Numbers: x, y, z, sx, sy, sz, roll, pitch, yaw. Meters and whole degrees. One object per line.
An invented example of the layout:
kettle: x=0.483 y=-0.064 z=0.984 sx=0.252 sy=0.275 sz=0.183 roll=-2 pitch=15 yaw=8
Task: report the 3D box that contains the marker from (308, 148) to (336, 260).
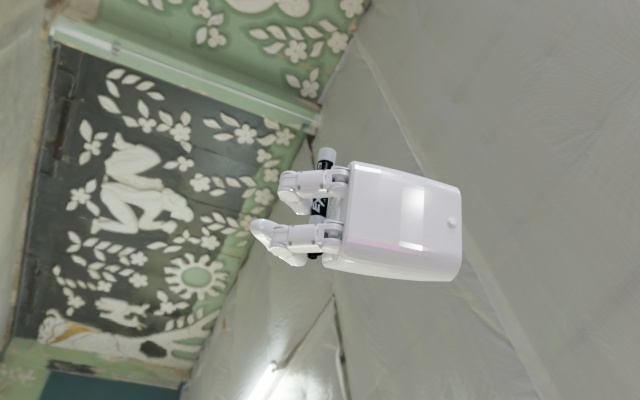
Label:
marker: x=0.000 y=0.002 z=0.482 sx=0.020 sy=0.121 sz=0.020 roll=7 pitch=-27 yaw=3
